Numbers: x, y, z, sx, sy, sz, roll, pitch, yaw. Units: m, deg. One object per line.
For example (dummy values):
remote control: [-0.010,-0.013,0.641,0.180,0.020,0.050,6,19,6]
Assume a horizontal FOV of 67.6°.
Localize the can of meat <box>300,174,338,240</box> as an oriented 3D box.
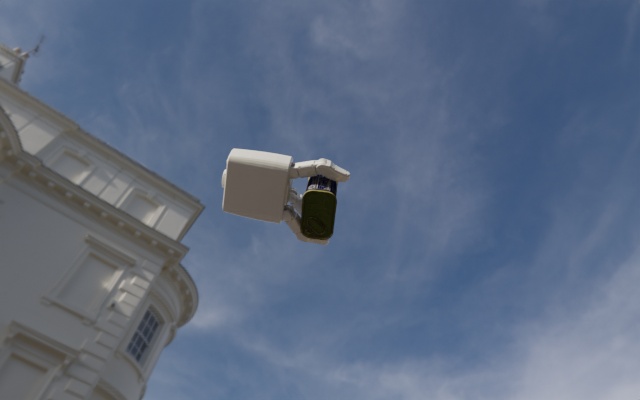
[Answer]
can of meat: [0.000,0.002,0.832,0.057,0.102,0.084,7,35,2]
